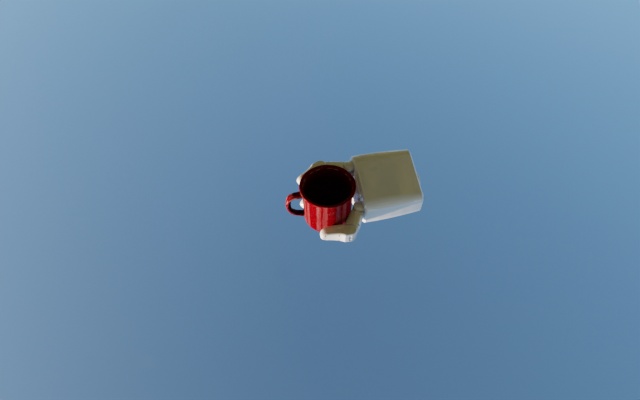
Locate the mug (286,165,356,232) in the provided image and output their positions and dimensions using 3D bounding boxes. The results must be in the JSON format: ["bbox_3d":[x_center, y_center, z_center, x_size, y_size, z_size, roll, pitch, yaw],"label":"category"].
[{"bbox_3d":[-0.001,0.003,0.801,0.117,0.093,0.082,-9,-38,-7],"label":"mug"}]
